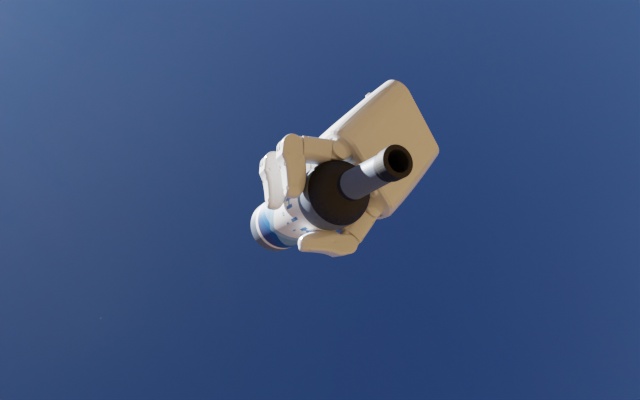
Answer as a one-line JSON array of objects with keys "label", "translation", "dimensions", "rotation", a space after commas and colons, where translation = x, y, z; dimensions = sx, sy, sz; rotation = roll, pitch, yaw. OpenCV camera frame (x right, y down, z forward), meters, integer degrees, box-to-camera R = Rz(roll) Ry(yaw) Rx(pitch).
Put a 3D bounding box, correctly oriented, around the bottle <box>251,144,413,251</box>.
[{"label": "bottle", "translation": [0.000, 0.002, 0.496], "dimensions": [0.069, 0.069, 0.296], "rotation": [0, -13, -25]}]
